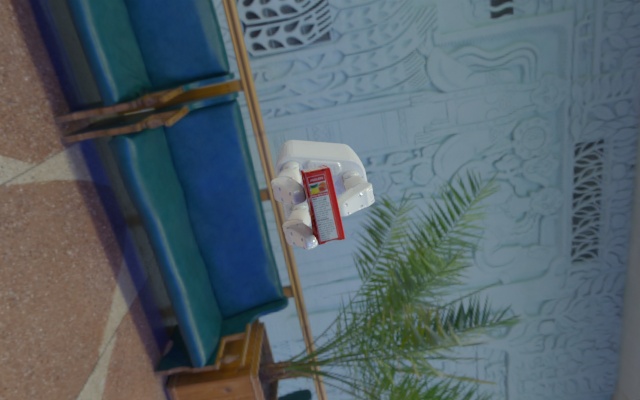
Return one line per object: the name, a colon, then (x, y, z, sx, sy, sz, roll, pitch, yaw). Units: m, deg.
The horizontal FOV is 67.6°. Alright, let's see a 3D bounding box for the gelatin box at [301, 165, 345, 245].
gelatin box: (0.001, 0.002, 0.504, 0.030, 0.073, 0.089, -12, 7, -3)
